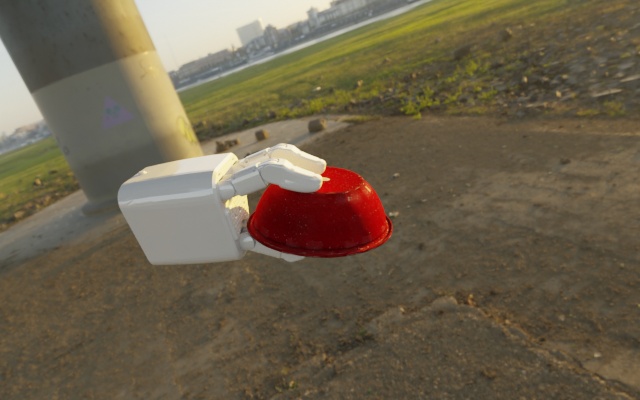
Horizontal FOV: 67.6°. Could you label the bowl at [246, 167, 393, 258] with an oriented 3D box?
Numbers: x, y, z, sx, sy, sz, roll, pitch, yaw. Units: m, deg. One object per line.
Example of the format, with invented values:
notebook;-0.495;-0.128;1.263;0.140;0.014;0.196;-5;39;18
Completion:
bowl;0.001;0.001;0.523;0.162;0.055;0.162;2;21;-1
